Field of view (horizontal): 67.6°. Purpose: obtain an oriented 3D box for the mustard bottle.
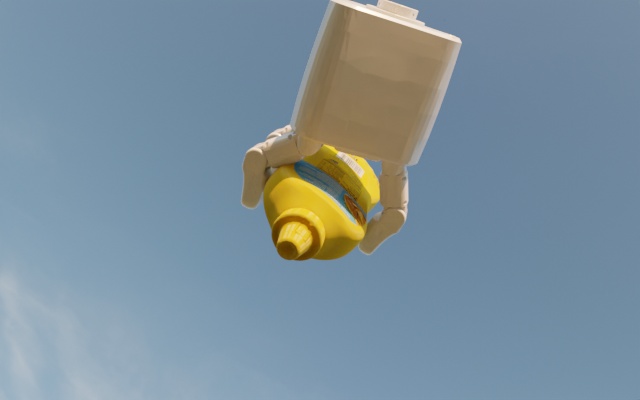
[{"bbox_3d":[0.000,0.002,0.429,0.058,0.096,0.191,-46,4,25],"label":"mustard bottle"}]
